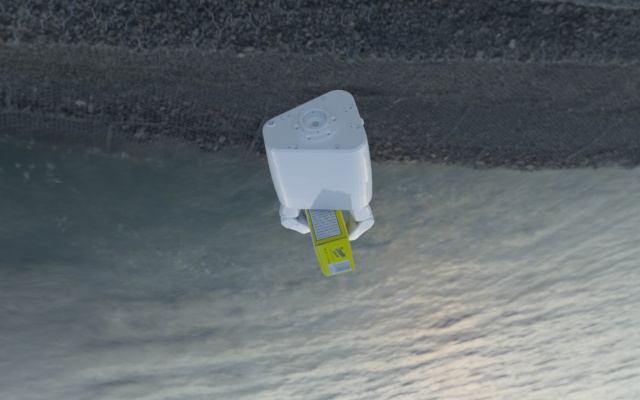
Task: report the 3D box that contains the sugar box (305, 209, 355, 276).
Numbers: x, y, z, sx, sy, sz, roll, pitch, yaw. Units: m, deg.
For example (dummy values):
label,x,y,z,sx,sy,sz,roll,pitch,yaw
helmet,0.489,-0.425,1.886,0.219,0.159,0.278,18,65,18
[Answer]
label,x,y,z,sx,sy,sz,roll,pitch,yaw
sugar box,0.001,0.002,0.630,0.048,0.176,0.093,-13,-33,1
